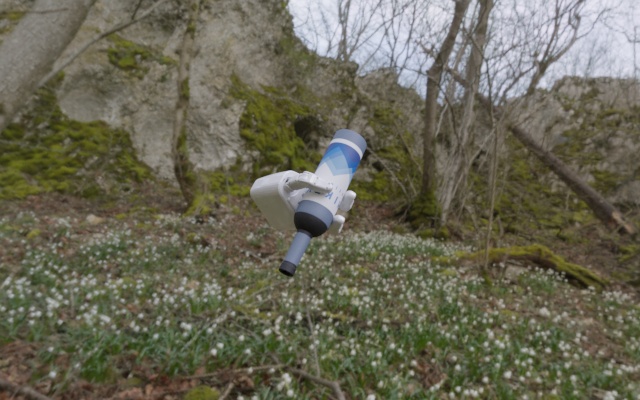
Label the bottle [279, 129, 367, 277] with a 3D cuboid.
[{"bbox_3d":[0.000,0.003,0.866,0.069,0.295,0.069,21,-25,11],"label":"bottle"}]
